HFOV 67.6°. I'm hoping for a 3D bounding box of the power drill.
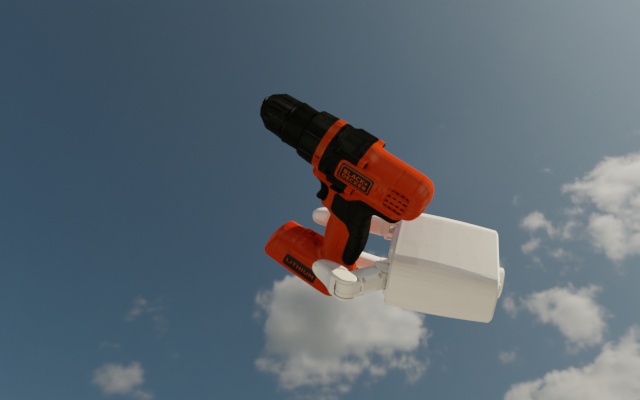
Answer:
[{"bbox_3d":[0.000,0.002,0.493,0.184,0.188,0.057,34,44,11],"label":"power drill"}]
